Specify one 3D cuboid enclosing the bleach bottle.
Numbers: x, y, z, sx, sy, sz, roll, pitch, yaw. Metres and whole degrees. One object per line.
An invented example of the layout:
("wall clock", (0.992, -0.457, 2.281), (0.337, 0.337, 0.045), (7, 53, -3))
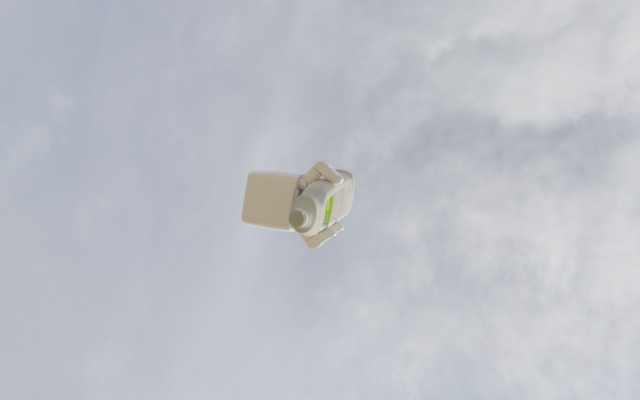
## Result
("bleach bottle", (0.000, 0.003, 0.896), (0.068, 0.102, 0.251), (8, 11, 17))
